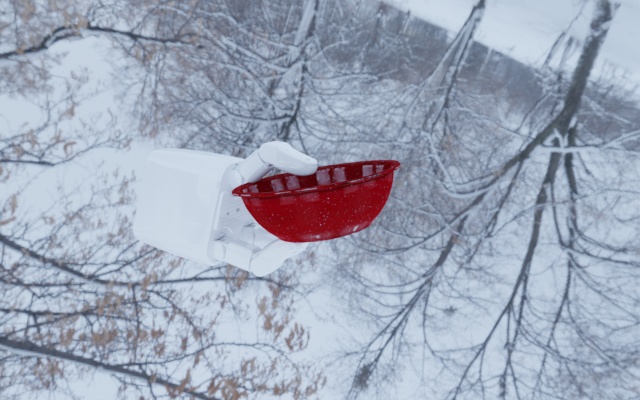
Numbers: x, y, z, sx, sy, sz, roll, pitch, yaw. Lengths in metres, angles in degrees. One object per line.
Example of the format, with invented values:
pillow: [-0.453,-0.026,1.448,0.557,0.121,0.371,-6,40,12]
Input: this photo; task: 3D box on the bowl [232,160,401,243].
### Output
bowl: [0.001,0.002,0.457,0.162,0.055,0.162,-10,9,2]
